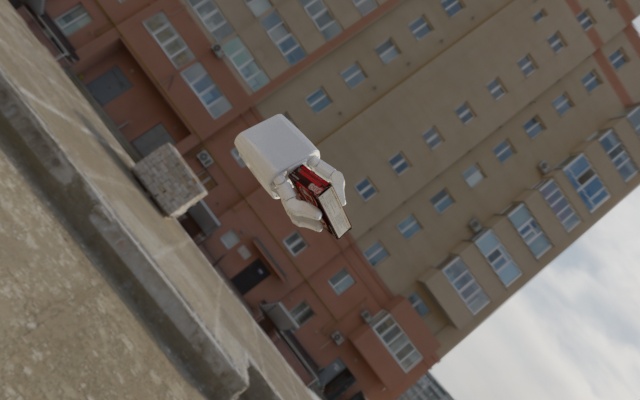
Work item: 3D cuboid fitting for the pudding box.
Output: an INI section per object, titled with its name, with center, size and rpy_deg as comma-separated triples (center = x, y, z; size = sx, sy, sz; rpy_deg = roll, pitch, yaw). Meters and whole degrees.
[pudding box]
center = 0.000, 0.003, 0.808
size = 0.039, 0.114, 0.090
rpy_deg = -40, 43, -11
